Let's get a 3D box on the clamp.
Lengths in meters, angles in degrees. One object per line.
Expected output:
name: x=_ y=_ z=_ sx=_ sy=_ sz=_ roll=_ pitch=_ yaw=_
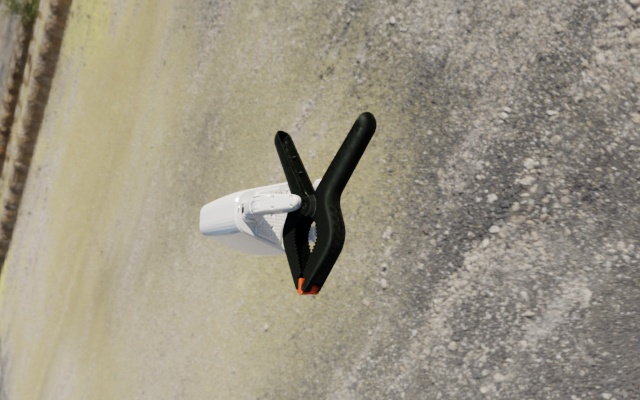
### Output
clamp: x=-0.001 y=0.002 z=0.549 sx=0.036 sy=0.210 sz=0.164 roll=9 pitch=-14 yaw=-41
